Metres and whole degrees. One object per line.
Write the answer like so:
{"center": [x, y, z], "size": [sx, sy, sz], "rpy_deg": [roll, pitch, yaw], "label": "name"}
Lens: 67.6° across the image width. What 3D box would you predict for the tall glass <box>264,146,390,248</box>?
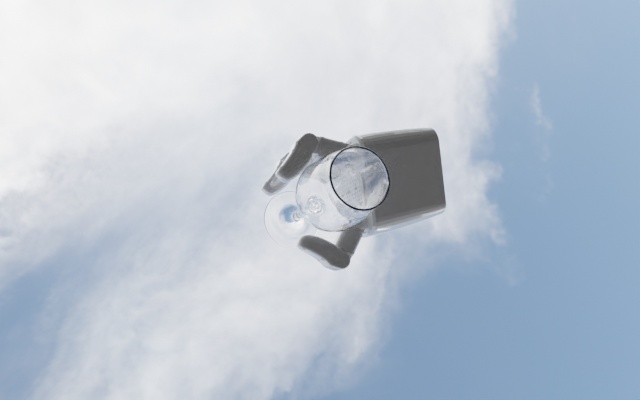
{"center": [0.000, 0.002, 0.523], "size": [0.079, 0.079, 0.201], "rpy_deg": [0, -13, -22], "label": "tall glass"}
